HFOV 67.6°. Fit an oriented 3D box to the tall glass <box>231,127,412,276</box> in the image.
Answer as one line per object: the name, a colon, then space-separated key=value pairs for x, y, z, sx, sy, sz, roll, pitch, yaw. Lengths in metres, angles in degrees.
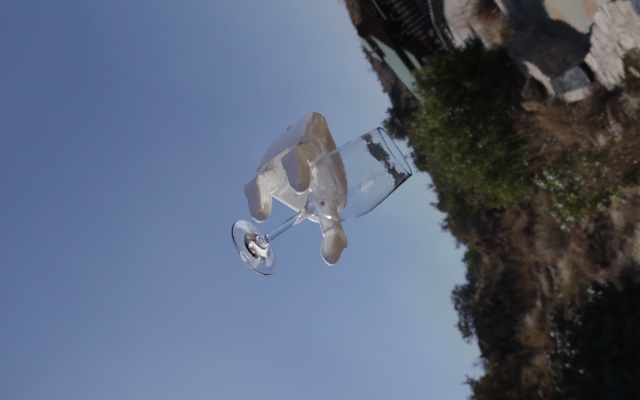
tall glass: x=0.000 y=0.002 z=0.526 sx=0.201 sy=0.079 sz=0.079 roll=-34 pitch=-12 yaw=19
